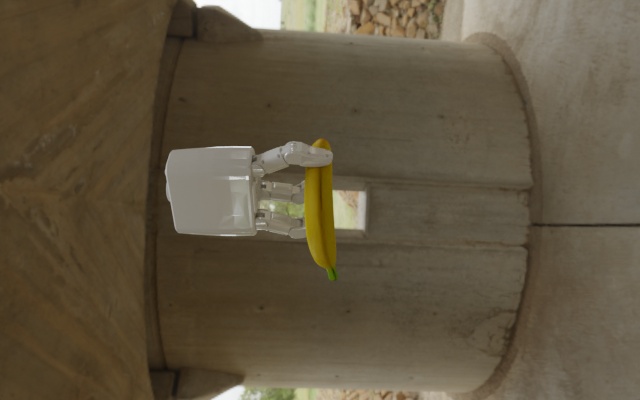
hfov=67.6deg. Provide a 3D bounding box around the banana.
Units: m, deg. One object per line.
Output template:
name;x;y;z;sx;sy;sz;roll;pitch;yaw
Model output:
banana;-0.001;-0.001;0.610;0.037;0.197;0.070;-3;-20;3
